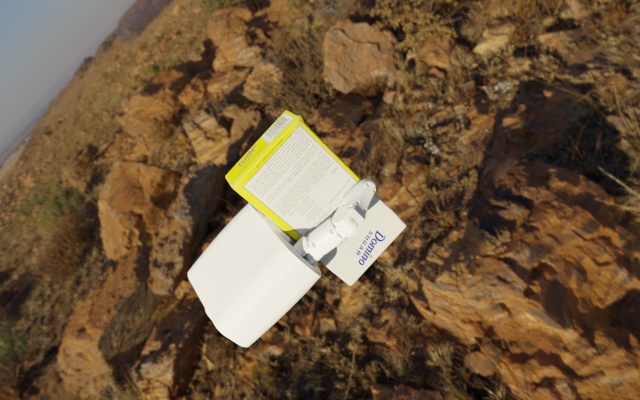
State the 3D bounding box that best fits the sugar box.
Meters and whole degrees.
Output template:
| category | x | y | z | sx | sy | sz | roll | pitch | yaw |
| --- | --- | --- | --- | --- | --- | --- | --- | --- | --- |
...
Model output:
| category | x | y | z | sx | sy | sz | roll | pitch | yaw |
| --- | --- | --- | --- | --- | --- | --- | --- | --- | --- |
| sugar box | 0.000 | 0.001 | 0.493 | 0.176 | 0.093 | 0.048 | 44 | 0 | -30 |
